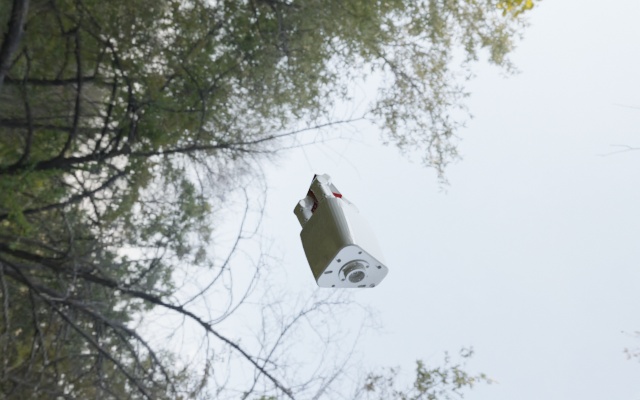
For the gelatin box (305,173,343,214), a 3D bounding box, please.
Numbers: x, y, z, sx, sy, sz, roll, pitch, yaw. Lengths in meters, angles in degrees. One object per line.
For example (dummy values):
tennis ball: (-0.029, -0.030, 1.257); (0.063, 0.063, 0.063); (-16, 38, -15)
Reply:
gelatin box: (0.000, 0.003, 0.844); (0.030, 0.073, 0.089); (14, 20, -24)
